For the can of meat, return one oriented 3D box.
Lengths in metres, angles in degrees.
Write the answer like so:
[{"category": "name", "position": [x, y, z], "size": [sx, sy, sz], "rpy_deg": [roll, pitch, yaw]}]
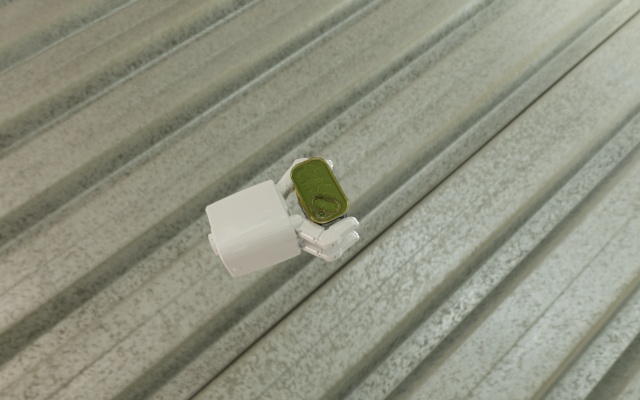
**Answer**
[{"category": "can of meat", "position": [0.000, 0.002, 0.699], "size": [0.057, 0.102, 0.084], "rpy_deg": [-24, -26, -9]}]
